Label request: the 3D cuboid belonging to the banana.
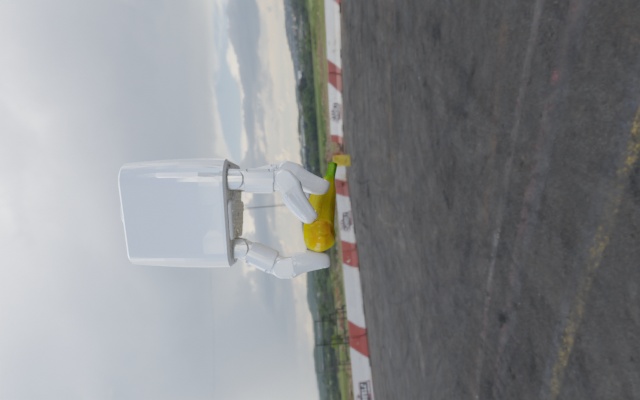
[{"bbox_3d":[-0.001,0.017,0.555,0.037,0.070,0.197,3,24,1],"label":"banana"}]
